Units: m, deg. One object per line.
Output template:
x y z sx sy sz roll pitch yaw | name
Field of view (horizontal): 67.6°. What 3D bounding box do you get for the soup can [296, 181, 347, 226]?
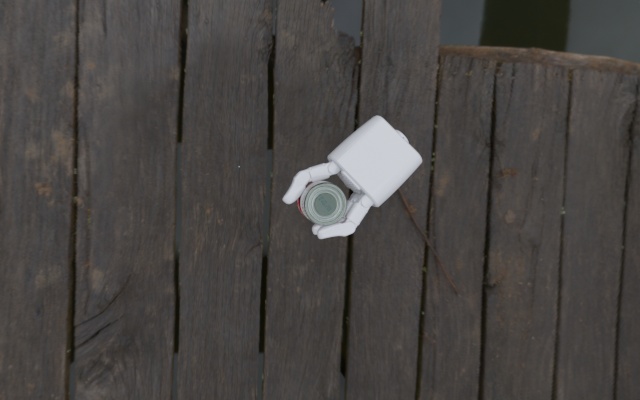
0.000 0.003 0.768 0.068 0.068 0.102 0 4 -10 | soup can
